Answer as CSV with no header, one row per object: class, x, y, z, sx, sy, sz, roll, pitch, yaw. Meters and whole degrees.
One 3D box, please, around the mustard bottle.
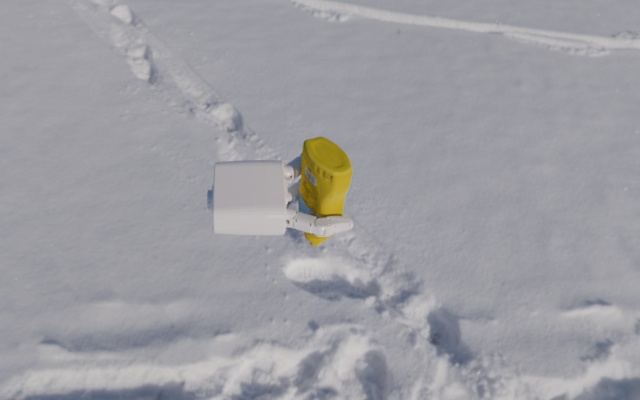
mustard bottle,0.000,0.002,0.754,0.058,0.192,0.096,-18,48,-27
